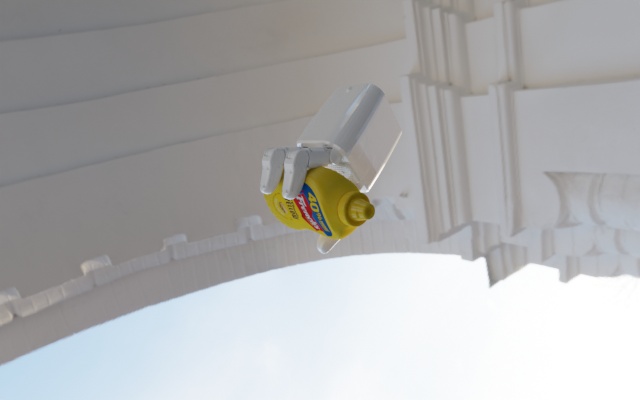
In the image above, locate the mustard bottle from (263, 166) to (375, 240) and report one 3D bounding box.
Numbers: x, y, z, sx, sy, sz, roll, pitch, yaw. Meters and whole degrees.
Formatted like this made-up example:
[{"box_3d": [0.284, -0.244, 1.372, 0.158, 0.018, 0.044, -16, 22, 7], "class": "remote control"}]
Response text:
[{"box_3d": [0.000, 0.002, 0.608, 0.058, 0.096, 0.191, -34, 24, -28], "class": "mustard bottle"}]
